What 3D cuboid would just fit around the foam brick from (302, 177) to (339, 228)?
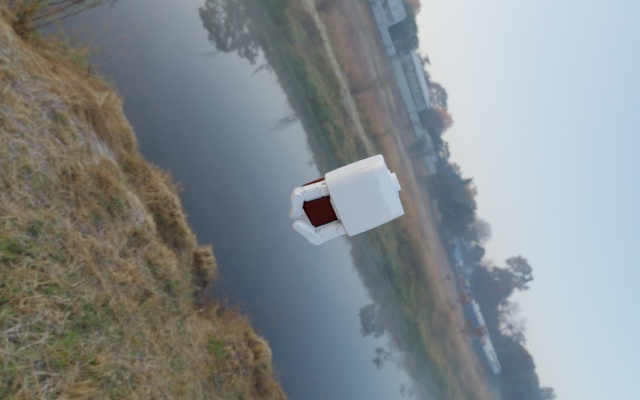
[{"bbox_3d":[0.000,0.003,0.873,0.051,0.053,0.078,-21,32,11],"label":"foam brick"}]
